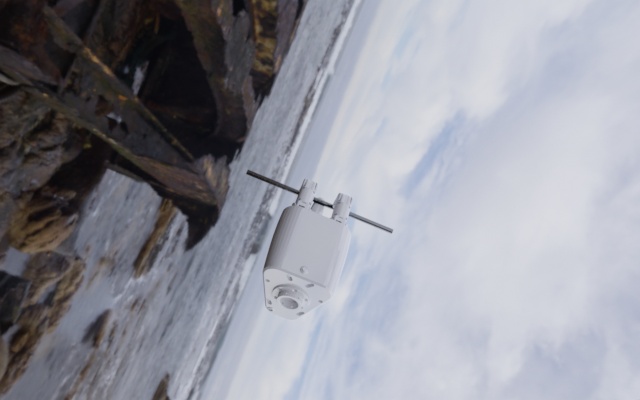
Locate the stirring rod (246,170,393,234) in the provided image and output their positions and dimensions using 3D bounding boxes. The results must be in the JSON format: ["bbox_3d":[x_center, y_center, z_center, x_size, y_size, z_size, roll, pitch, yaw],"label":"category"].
[{"bbox_3d":[0.000,0.002,0.729,0.239,0.011,0.011,22,-2,-4],"label":"stirring rod"}]
